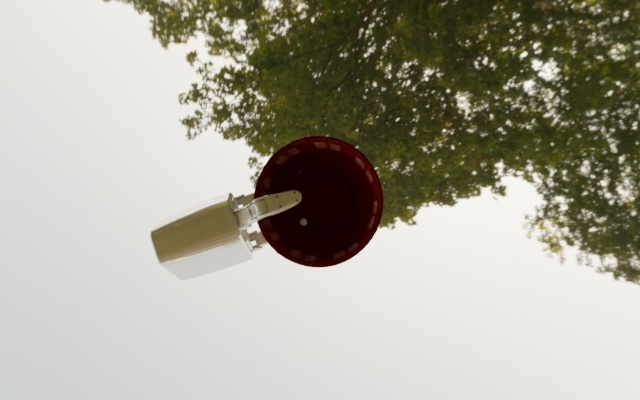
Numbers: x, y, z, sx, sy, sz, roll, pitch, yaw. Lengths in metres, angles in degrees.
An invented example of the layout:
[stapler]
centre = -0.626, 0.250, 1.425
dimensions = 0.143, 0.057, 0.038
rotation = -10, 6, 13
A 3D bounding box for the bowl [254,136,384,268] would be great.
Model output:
[bowl]
centre = 0.001, 0.002, 0.608
dimensions = 0.162, 0.162, 0.055
rotation = 0, -2, 11
